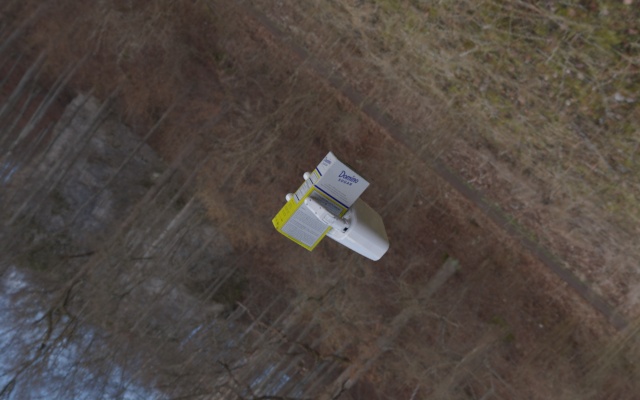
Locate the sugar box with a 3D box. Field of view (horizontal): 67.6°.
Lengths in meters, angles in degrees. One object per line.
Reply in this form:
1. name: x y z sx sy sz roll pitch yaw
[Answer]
1. sugar box: 0.000 0.003 0.899 0.093 0.176 0.048 34 11 -31
